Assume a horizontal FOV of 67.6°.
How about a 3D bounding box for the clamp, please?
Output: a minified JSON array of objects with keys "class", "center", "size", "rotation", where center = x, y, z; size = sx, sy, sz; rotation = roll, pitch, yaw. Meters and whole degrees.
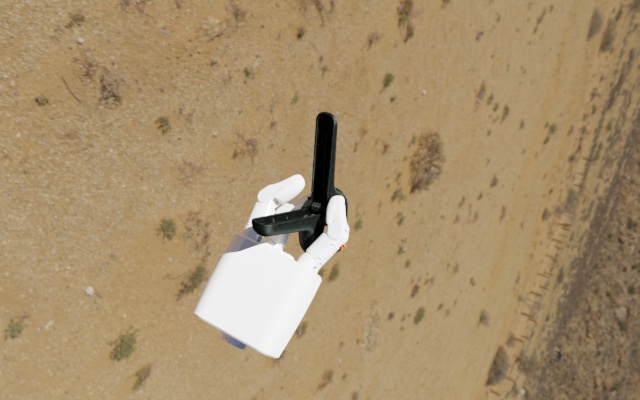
[{"class":"clamp","center":[0.001,0.003,0.599],"size":[0.036,0.164,0.210],"rotation":[20,-16,27]}]
